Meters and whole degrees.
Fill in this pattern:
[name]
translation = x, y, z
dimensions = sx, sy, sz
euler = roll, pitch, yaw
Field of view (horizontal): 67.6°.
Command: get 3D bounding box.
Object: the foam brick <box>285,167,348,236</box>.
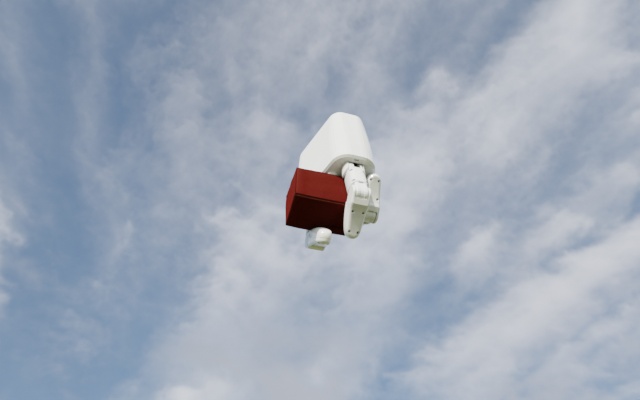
[foam brick]
translation = 0.000, 0.002, 0.575
dimensions = 0.078, 0.053, 0.051
euler = 11, 41, -14
